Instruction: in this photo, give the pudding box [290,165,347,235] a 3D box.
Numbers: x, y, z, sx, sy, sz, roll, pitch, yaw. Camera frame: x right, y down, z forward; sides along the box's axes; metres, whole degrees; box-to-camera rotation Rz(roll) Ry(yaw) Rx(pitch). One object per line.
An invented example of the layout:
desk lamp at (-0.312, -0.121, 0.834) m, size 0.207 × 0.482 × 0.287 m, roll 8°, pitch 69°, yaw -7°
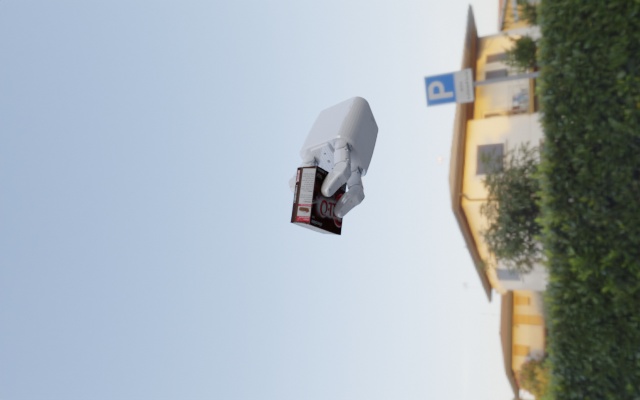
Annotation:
pudding box at (0.000, 0.002, 0.744) m, size 0.039 × 0.090 × 0.113 m, roll 0°, pitch -11°, yaw 30°
